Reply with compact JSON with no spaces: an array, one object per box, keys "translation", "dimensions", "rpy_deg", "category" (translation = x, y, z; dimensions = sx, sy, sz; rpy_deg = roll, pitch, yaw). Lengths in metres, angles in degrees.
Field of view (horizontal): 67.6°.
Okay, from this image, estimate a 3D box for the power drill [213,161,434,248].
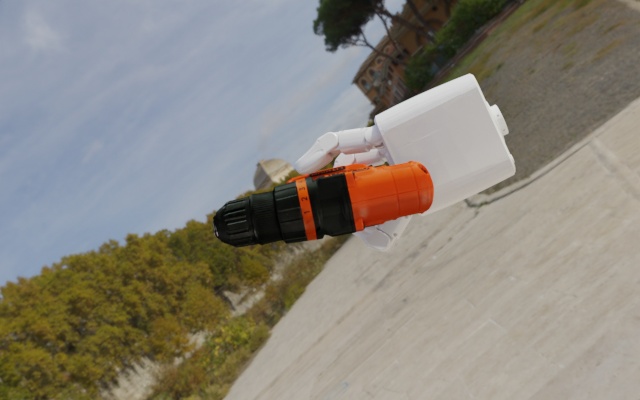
[{"translation":[0.000,0.001,0.465],"dimensions":[0.184,0.057,0.187],"rpy_deg":[-10,5,-1],"category":"power drill"}]
